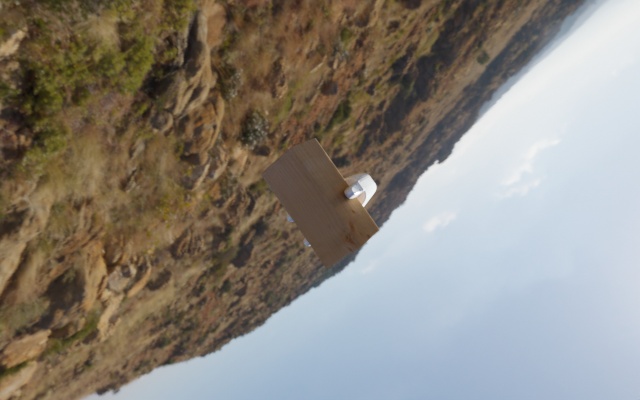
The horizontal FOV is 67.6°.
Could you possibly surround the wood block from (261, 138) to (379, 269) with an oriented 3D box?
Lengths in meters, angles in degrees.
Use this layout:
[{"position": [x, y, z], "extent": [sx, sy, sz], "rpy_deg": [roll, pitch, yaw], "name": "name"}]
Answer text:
[{"position": [0.001, 0.003, 0.858], "extent": [0.091, 0.206, 0.090], "rpy_deg": [-37, -3, 34], "name": "wood block"}]
